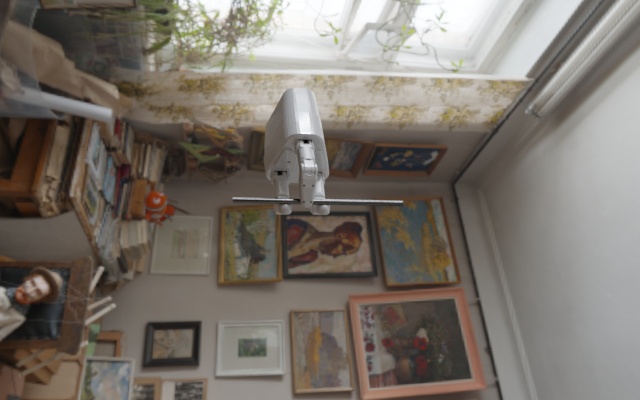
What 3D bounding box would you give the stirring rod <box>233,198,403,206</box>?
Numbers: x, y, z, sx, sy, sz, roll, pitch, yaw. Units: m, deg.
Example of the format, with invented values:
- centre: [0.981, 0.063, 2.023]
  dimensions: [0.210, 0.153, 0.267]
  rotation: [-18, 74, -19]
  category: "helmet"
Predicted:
- centre: [0.000, 0.002, 0.664]
  dimensions: [0.239, 0.011, 0.011]
  rotation: [1, 0, -11]
  category: "stirring rod"
